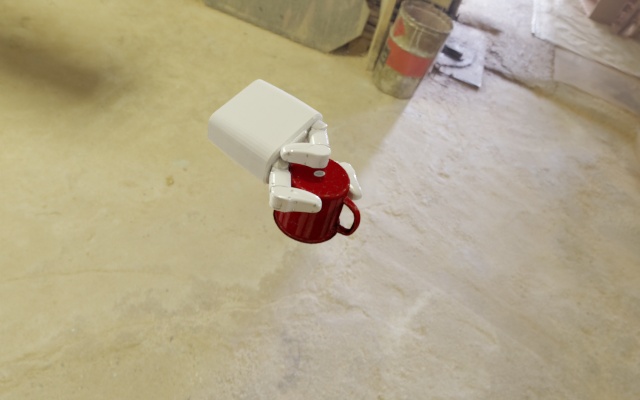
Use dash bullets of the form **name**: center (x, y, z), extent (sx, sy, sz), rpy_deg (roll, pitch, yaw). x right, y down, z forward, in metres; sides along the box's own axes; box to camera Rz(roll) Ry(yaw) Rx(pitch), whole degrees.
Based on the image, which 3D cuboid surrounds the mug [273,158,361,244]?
- **mug**: center (0.001, 0.003, 0.617), extent (0.117, 0.082, 0.093), rpy_deg (34, 45, 16)
